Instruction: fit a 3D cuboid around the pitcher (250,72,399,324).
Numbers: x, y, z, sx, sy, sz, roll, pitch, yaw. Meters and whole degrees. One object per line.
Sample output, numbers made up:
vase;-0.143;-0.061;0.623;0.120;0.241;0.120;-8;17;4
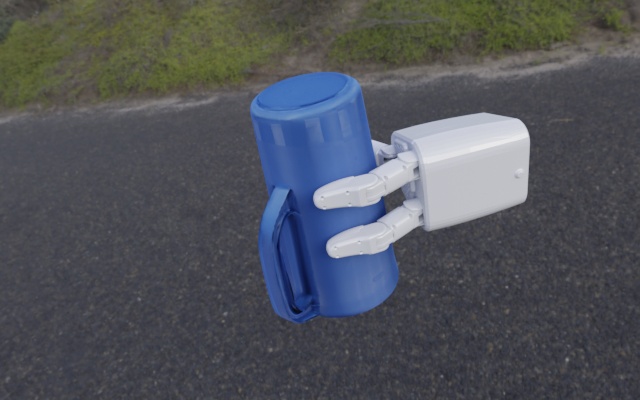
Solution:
pitcher;0.000;0.002;0.504;0.145;0.243;0.149;-13;31;-1
